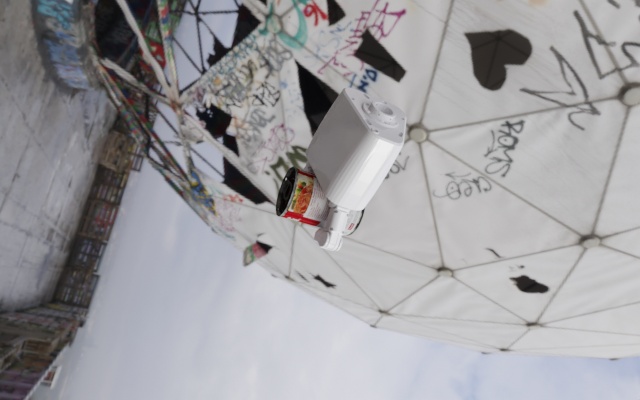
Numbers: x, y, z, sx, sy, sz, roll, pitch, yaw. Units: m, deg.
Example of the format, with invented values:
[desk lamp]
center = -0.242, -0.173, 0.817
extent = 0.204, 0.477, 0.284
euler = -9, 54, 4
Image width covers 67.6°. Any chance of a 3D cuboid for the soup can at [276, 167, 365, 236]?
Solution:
[soup can]
center = 0.000, 0.003, 0.635
extent = 0.102, 0.068, 0.068
euler = 17, -6, -19
